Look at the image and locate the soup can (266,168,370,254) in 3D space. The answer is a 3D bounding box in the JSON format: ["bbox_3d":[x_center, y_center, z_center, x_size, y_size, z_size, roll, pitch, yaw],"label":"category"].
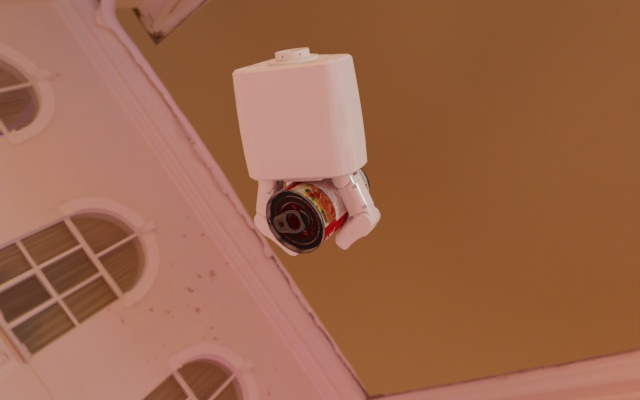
[{"bbox_3d":[0.000,0.002,0.498,0.068,0.068,0.102,0,23,34],"label":"soup can"}]
